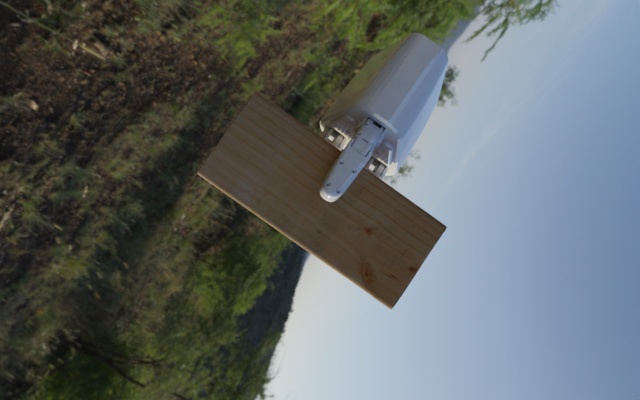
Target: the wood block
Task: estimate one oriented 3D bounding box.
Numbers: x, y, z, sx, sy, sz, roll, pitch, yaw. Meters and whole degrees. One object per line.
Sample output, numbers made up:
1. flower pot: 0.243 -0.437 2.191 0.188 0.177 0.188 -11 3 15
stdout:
1. wood block: 0.000 0.001 0.455 0.206 0.090 0.091 35 -4 -1
